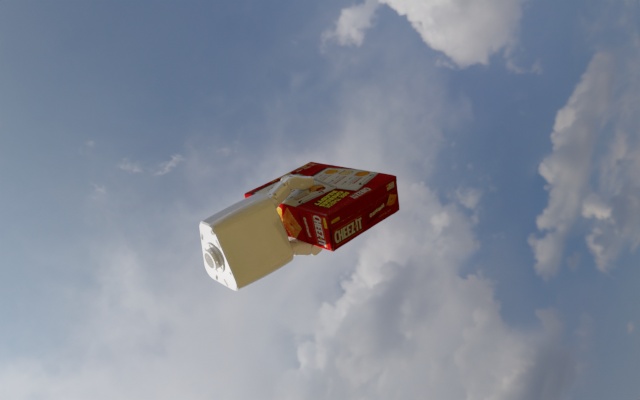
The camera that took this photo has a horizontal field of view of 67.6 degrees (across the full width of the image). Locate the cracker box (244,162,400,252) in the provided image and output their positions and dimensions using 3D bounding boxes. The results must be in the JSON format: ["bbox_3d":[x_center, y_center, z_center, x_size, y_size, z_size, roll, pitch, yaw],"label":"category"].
[{"bbox_3d":[0.000,0.002,0.813,0.164,0.072,0.213,-29,28,-35],"label":"cracker box"}]
